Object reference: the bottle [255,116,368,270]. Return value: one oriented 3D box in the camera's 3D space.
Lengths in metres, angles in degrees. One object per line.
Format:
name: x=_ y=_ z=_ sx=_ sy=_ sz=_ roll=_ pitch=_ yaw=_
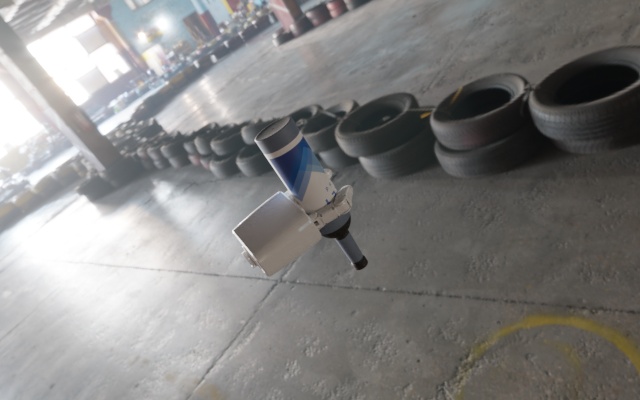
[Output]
bottle: x=0.000 y=0.002 z=0.789 sx=0.069 sy=0.296 sz=0.069 roll=-27 pitch=25 yaw=14
